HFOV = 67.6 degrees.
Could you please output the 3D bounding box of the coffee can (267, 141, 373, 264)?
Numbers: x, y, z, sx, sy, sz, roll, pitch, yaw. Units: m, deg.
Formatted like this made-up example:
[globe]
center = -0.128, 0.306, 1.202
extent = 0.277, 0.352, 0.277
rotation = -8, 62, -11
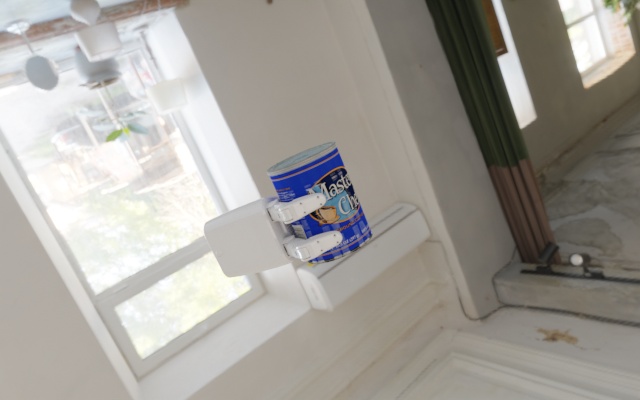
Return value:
[coffee can]
center = 0.000, 0.002, 0.665
extent = 0.103, 0.140, 0.102
rotation = -22, 12, 5
